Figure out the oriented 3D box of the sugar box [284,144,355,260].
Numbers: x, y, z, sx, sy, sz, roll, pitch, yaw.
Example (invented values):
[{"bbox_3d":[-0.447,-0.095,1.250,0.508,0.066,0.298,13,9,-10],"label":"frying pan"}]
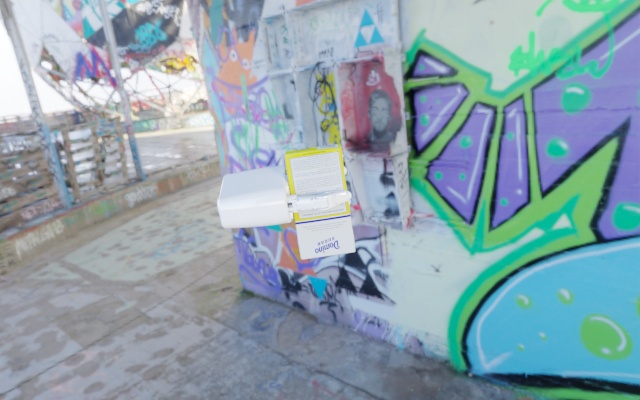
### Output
[{"bbox_3d":[0.000,0.002,0.780,0.093,0.176,0.048,-8,15,0],"label":"sugar box"}]
